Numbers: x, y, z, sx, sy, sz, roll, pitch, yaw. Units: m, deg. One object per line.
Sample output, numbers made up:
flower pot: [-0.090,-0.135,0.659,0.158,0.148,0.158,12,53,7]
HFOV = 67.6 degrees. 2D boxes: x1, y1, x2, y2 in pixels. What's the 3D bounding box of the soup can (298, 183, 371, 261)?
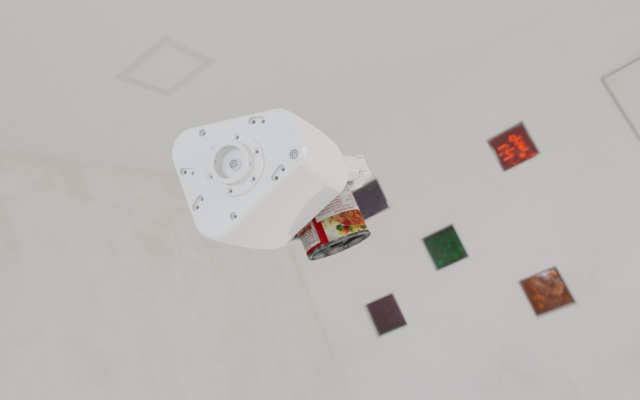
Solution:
soup can: [0.000,0.001,0.489,0.068,0.102,0.068,-22,-14,-6]
